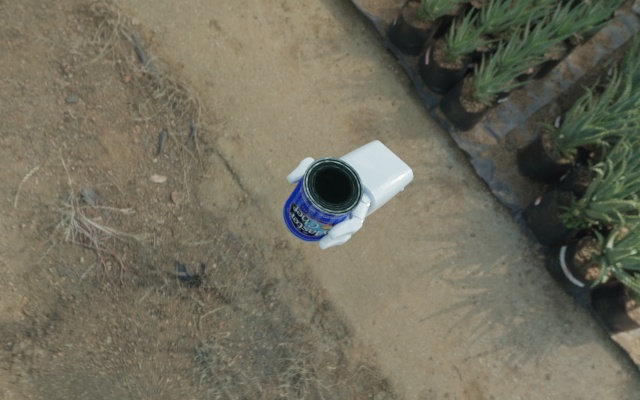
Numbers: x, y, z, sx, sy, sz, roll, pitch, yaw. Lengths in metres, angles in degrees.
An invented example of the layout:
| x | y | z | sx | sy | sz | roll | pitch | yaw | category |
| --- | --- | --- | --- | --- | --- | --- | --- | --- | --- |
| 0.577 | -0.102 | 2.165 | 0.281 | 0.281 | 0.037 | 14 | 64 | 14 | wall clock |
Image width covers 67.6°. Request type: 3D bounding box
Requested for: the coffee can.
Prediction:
| x | y | z | sx | sy | sz | roll | pitch | yaw | category |
| --- | --- | --- | --- | --- | --- | --- | --- | --- | --- |
| 0.000 | 0.003 | 0.820 | 0.103 | 0.102 | 0.140 | 0 | -23 | -19 | coffee can |
